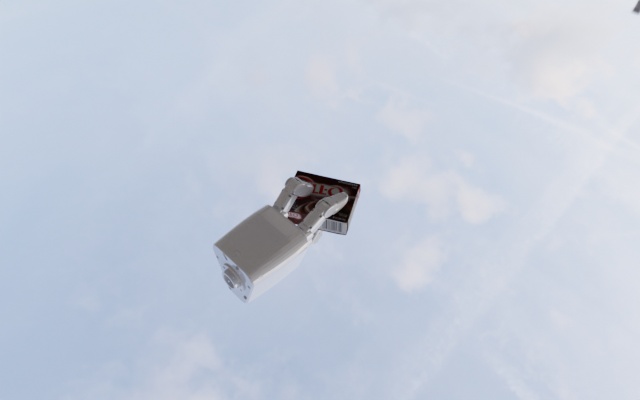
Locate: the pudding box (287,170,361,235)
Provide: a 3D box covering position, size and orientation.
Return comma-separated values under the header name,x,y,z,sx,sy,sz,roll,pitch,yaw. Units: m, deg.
name,x,y,z,sx,sy,sz,roll,pitch,yaw
pudding box,0.000,0.003,0.772,0.113,0.090,0.039,14,-41,9
